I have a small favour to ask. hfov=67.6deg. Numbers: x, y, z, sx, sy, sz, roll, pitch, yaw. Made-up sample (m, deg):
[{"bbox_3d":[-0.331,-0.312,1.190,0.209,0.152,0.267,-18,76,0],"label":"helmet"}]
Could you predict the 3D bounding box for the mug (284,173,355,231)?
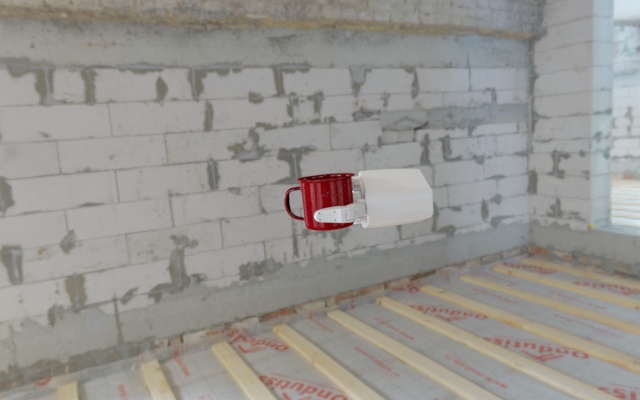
[{"bbox_3d":[-0.001,0.003,0.767,0.117,0.081,0.093,-5,8,2],"label":"mug"}]
